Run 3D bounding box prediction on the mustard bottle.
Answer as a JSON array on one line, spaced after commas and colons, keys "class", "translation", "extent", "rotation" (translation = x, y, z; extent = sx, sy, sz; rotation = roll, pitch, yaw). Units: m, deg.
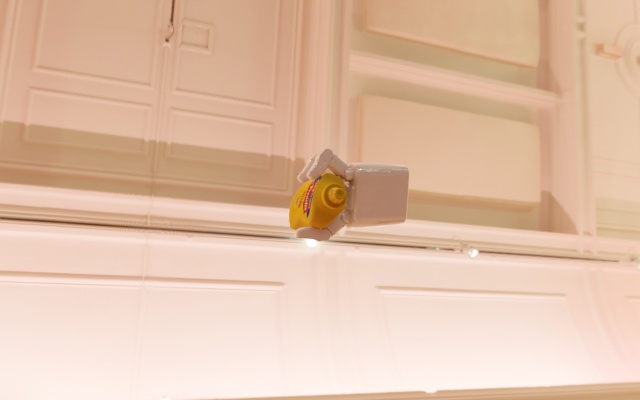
[{"class": "mustard bottle", "translation": [0.000, 0.003, 0.825], "extent": [0.058, 0.096, 0.191], "rotation": [24, -15, -15]}]
